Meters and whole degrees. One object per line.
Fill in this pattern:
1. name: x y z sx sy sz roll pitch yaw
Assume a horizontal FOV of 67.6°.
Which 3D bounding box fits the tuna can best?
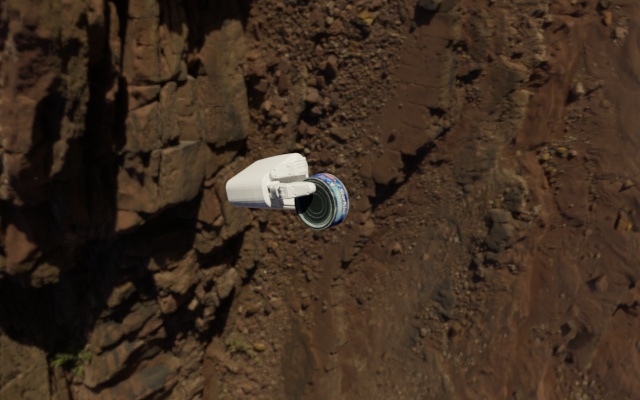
1. tuna can: 0.000 0.003 0.738 0.086 0.086 0.033 0 11 39
